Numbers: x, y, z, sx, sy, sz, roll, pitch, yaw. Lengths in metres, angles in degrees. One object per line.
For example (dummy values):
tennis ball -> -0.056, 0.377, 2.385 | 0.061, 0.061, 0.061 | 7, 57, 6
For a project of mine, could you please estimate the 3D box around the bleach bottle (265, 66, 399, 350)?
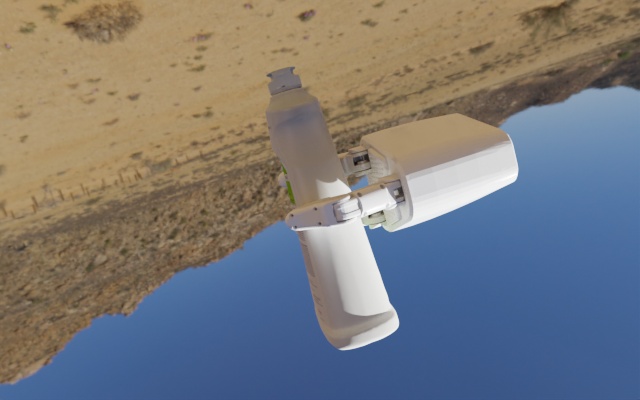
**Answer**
bleach bottle -> 0.000, 0.002, 0.445 | 0.068, 0.251, 0.102 | -18, 8, -11
